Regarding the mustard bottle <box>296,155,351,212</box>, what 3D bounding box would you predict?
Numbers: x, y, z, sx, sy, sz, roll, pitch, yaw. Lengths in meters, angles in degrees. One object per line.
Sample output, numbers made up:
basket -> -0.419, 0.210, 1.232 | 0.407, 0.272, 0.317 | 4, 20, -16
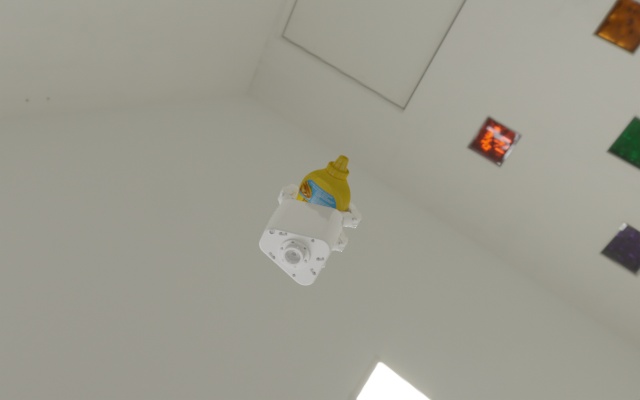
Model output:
mustard bottle -> 0.000, 0.003, 0.857 | 0.096, 0.192, 0.058 | 39, 28, 22
